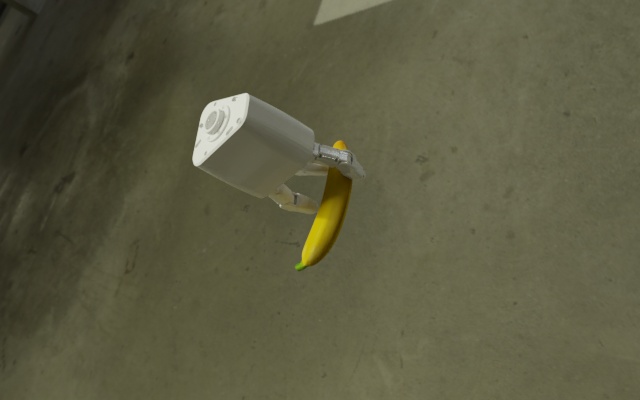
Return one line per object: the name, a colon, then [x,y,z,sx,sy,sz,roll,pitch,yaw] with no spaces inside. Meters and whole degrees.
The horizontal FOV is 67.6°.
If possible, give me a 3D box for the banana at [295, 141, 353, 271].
banana: [0.010,0.008,0.662,0.037,0.198,0.069,24,-6,-37]
